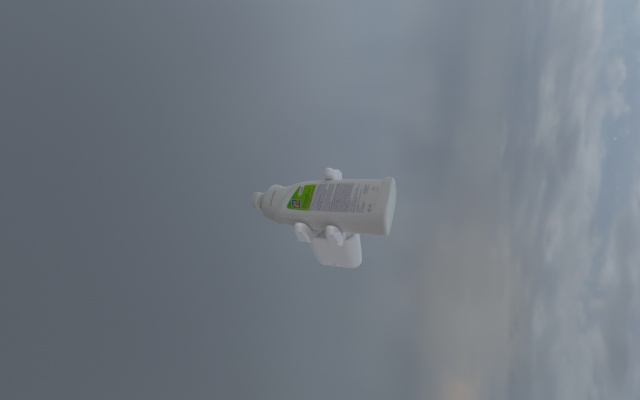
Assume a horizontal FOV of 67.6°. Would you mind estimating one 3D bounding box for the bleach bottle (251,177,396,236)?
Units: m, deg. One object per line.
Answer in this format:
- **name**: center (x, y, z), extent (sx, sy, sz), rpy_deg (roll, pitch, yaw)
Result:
- **bleach bottle**: center (0.000, 0.003, 0.838), extent (0.251, 0.102, 0.068), rpy_deg (5, -37, 18)
